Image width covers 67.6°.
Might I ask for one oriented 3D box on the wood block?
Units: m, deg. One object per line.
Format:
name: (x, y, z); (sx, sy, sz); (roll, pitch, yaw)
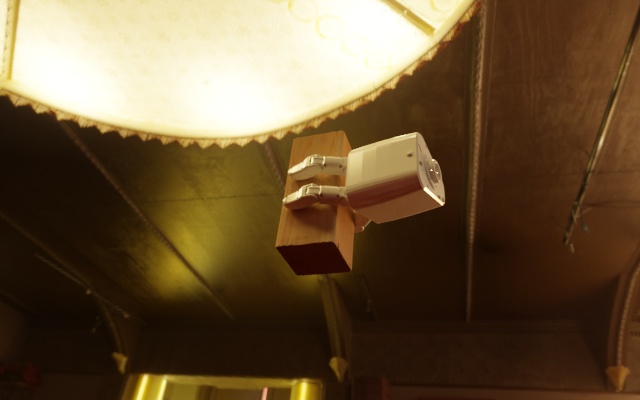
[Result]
wood block: (0.001, 0.002, 0.742); (0.090, 0.206, 0.091); (-7, -38, 19)
